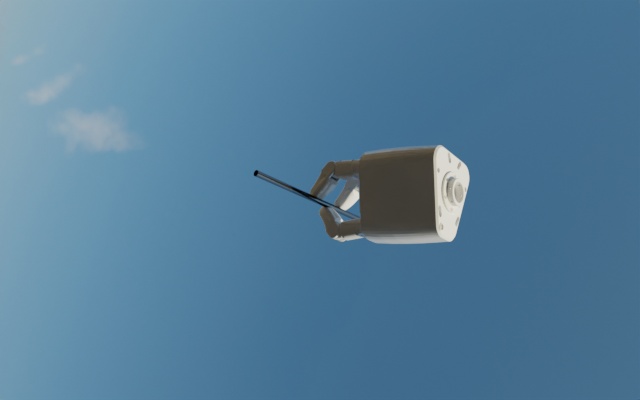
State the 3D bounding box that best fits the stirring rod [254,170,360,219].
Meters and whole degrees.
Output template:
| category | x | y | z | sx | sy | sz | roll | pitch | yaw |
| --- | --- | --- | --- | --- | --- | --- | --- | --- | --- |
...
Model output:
| category | x | y | z | sx | sy | sz | roll | pitch | yaw |
| --- | --- | --- | --- | --- | --- | --- | --- | --- | --- |
| stirring rod | 0.000 | 0.002 | 0.655 | 0.011 | 0.011 | 0.239 | 0 | -17 | 42 |
